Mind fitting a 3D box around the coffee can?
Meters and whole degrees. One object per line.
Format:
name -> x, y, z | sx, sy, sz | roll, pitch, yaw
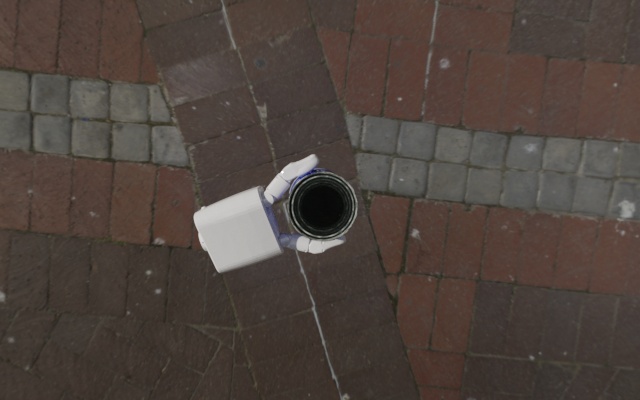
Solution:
coffee can -> 0.000, 0.002, 0.757 | 0.103, 0.103, 0.140 | 0, 6, -3
